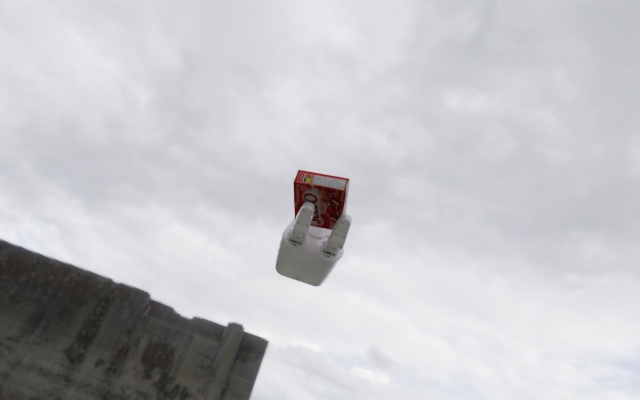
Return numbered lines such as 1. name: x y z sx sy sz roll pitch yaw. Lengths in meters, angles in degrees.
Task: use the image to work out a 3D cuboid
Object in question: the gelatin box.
1. gelatin box: 0.000 0.002 0.674 0.073 0.030 0.089 11 -42 8
